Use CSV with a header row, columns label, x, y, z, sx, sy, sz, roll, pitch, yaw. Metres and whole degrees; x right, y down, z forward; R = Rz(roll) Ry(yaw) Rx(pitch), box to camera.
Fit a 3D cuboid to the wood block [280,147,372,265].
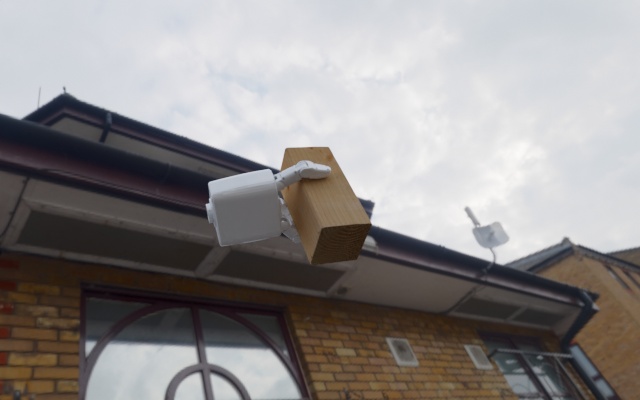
label,x,y,z,sx,sy,sz,roll,pitch,yaw
wood block,0.000,0.002,0.837,0.090,0.091,0.206,-4,44,-23
